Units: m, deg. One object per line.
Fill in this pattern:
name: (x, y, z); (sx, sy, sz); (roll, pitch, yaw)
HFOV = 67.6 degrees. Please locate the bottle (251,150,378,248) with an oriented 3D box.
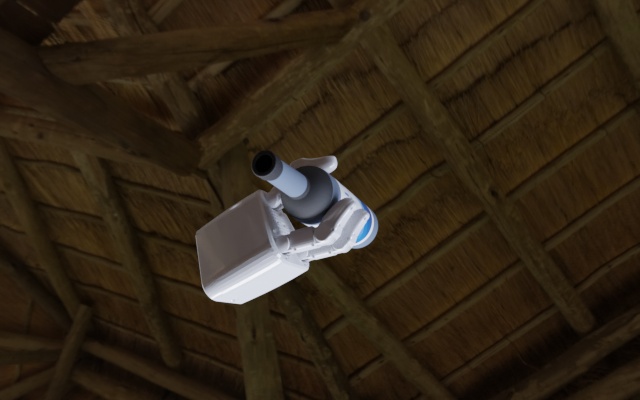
bottle: (0.000, 0.002, 0.587); (0.069, 0.069, 0.296); (0, -15, 23)
